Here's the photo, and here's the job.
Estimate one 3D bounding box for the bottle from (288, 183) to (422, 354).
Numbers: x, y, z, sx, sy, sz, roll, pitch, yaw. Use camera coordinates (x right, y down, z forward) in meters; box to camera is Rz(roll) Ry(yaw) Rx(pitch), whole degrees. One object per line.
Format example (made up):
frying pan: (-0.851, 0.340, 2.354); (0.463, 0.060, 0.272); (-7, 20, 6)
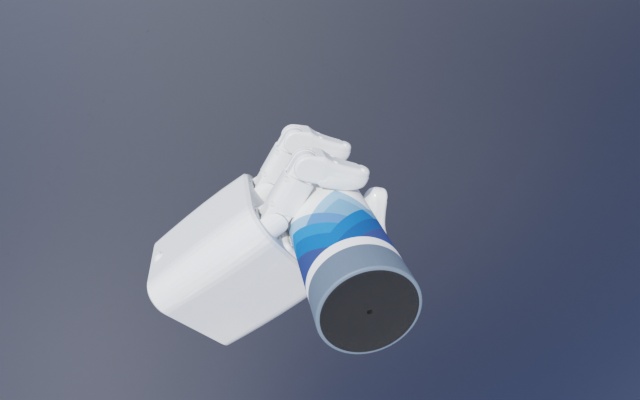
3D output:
bottle: (0.000, 0.001, 0.412); (0.069, 0.069, 0.295); (0, 27, -13)
